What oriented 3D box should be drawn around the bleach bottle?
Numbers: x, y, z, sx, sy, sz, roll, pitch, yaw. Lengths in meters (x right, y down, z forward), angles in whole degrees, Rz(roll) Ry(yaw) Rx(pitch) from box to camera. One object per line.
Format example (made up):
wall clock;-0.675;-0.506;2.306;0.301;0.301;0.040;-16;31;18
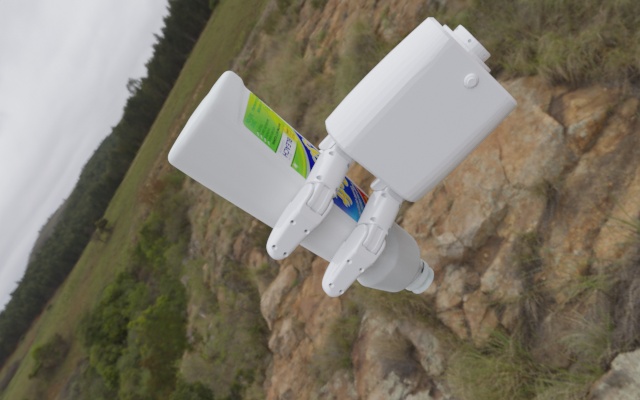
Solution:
bleach bottle;0.000;0.001;0.411;0.251;0.068;0.102;36;26;-20
